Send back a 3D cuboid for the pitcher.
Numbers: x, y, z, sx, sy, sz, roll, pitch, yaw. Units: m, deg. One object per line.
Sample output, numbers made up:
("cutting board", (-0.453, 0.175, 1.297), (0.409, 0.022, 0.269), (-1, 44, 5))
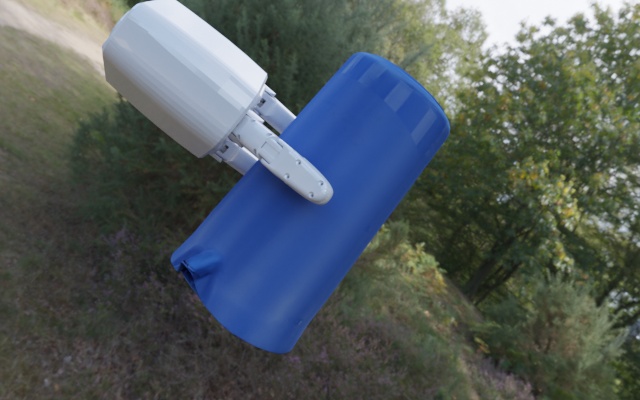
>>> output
("pitcher", (0.000, 0.001, 0.424), (0.145, 0.243, 0.149), (39, 3, -14))
